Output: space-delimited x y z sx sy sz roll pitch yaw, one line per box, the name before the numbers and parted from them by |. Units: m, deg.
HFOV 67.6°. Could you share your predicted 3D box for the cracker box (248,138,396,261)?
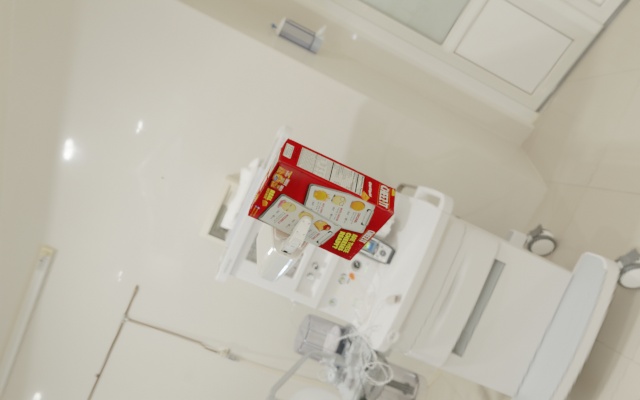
cracker box | 0.000 0.003 0.846 0.214 0.072 0.164 24 -43 -11
